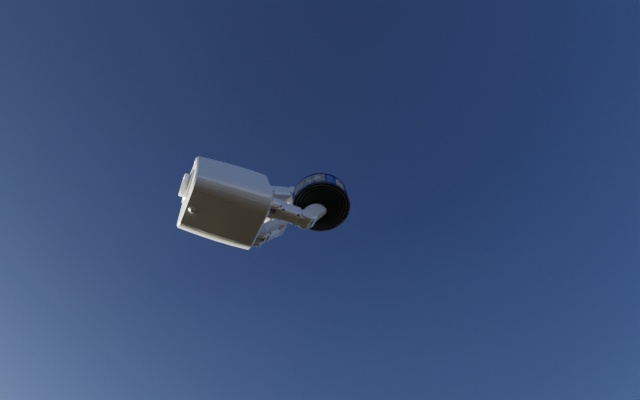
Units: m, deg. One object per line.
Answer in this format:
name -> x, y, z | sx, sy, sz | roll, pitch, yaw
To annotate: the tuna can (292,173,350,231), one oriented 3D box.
tuna can -> 0.000, 0.002, 0.719 | 0.086, 0.086, 0.033 | 0, 32, -5
